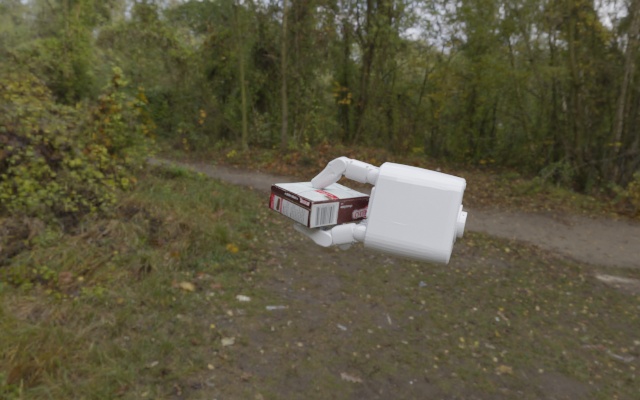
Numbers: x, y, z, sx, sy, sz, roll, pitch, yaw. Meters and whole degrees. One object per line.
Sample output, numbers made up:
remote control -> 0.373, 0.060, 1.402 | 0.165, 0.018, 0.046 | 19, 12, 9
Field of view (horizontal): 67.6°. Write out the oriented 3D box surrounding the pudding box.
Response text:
pudding box -> 0.000, 0.002, 0.658 | 0.113, 0.039, 0.090 | -4, 18, -43
